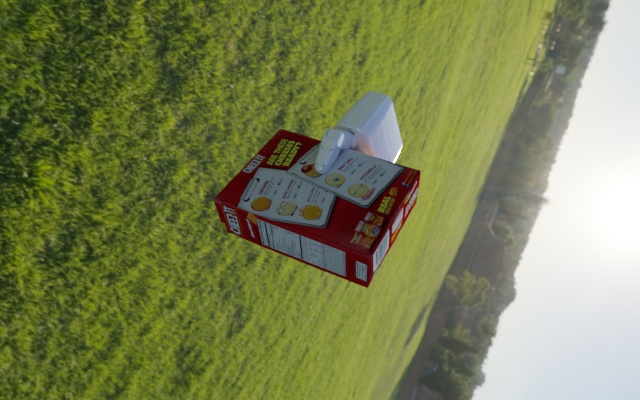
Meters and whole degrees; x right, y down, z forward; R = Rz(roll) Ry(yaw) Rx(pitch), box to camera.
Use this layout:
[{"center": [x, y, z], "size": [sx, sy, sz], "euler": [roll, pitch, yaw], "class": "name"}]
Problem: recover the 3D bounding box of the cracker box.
[{"center": [0.000, 0.002, 0.621], "size": [0.213, 0.072, 0.164], "euler": [19, 48, 21], "class": "cracker box"}]
